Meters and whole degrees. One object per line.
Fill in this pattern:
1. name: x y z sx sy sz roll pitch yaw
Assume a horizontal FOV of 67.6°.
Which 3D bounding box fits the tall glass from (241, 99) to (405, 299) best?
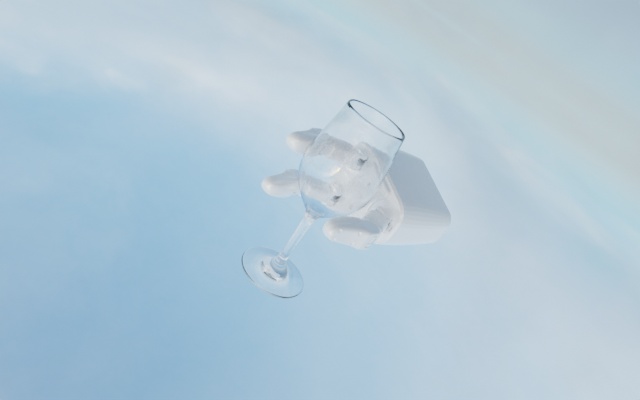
1. tall glass: 0.000 0.002 0.469 0.079 0.201 0.079 27 26 -14
